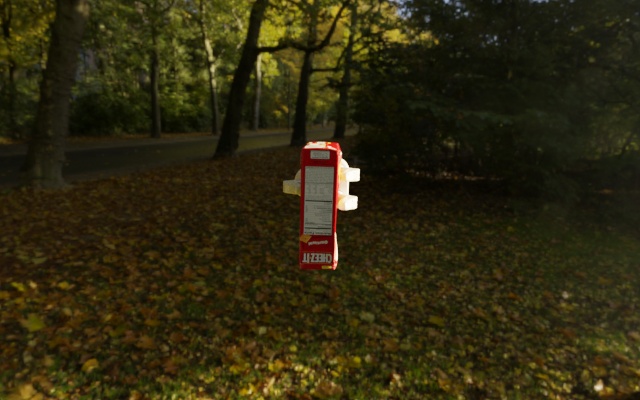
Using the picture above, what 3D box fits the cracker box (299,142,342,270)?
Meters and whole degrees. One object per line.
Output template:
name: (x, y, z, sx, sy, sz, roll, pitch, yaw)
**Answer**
cracker box: (0.000, 0.003, 0.887, 0.072, 0.214, 0.164, 2, 10, 1)
